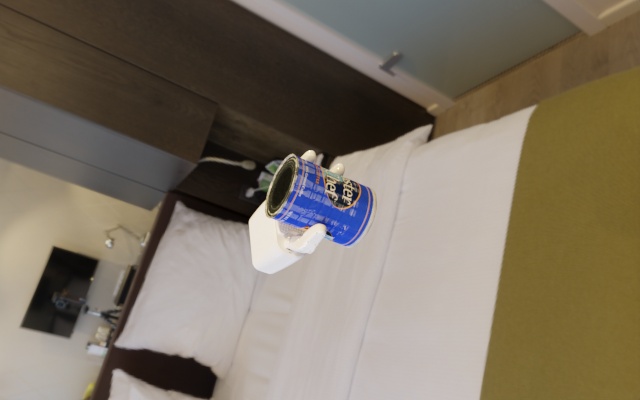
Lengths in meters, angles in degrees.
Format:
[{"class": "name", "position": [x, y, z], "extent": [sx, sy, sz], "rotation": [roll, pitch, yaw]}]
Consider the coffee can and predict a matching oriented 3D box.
[{"class": "coffee can", "position": [0.000, 0.002, 0.732], "extent": [0.140, 0.103, 0.103], "rotation": [22, -9, -22]}]
